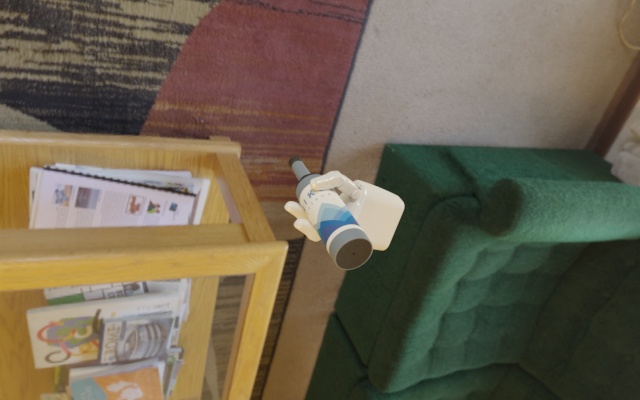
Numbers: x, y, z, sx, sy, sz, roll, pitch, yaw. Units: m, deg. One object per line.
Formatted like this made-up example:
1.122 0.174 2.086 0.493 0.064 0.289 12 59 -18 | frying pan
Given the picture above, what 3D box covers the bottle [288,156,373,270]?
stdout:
0.000 0.003 0.858 0.069 0.069 0.295 0 34 -25 | bottle
